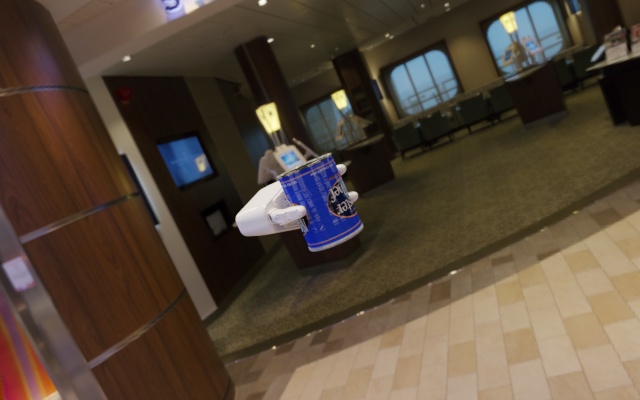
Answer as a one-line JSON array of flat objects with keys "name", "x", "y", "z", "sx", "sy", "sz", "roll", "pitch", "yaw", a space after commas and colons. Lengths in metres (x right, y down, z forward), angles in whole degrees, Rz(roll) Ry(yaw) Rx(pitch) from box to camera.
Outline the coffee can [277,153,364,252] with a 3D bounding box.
[{"name": "coffee can", "x": 0.000, "y": 0.003, "z": 0.822, "sx": 0.103, "sy": 0.140, "sz": 0.103, "roll": -23, "pitch": 8, "yaw": 3}]
